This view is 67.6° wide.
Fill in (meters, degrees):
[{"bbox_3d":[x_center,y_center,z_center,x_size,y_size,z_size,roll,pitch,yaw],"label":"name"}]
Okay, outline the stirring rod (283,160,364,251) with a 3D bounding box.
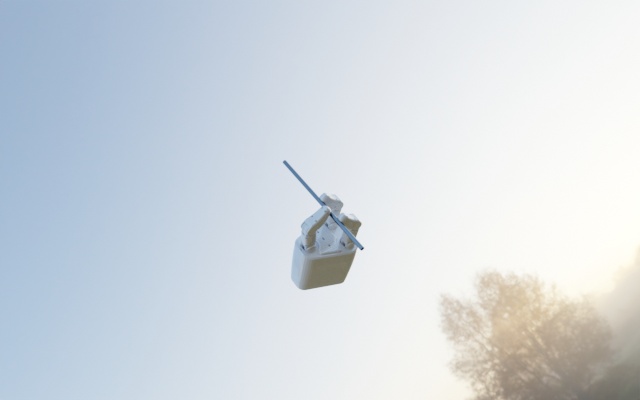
[{"bbox_3d":[0.000,0.003,0.839,0.011,0.011,0.239,0,39,-47],"label":"stirring rod"}]
